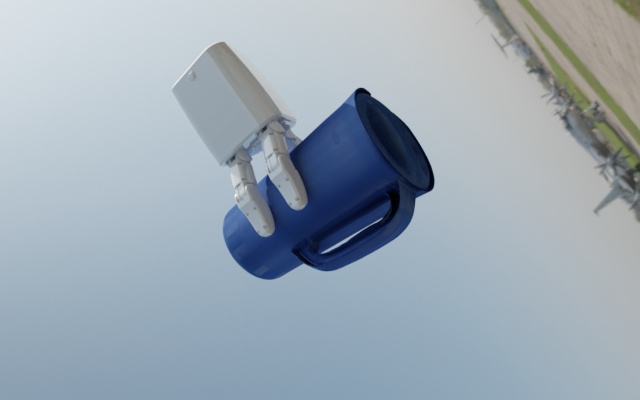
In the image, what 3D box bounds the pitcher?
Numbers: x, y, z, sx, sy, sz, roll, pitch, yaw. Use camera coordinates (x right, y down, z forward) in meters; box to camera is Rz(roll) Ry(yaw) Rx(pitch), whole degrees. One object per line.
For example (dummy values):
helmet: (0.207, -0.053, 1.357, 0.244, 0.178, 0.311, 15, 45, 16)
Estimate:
pitcher: (0.000, 0.002, 0.549, 0.243, 0.145, 0.149, -37, -1, 28)
